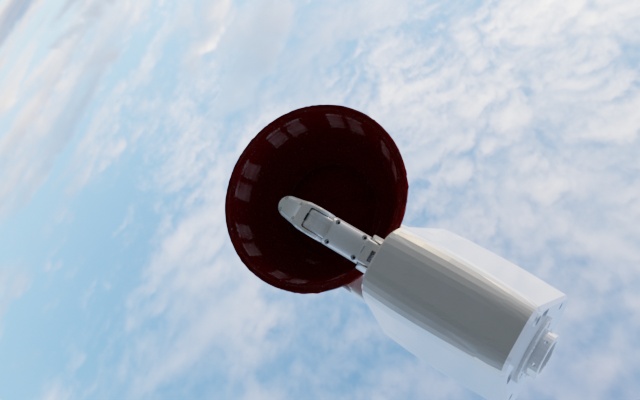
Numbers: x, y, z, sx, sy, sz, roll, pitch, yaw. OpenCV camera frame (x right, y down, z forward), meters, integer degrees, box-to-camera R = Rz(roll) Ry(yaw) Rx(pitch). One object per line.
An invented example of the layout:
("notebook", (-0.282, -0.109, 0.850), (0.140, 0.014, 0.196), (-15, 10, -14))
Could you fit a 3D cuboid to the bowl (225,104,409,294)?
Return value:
("bowl", (-0.001, 0.001, 0.417), (0.162, 0.162, 0.055), (0, -14, 21))
